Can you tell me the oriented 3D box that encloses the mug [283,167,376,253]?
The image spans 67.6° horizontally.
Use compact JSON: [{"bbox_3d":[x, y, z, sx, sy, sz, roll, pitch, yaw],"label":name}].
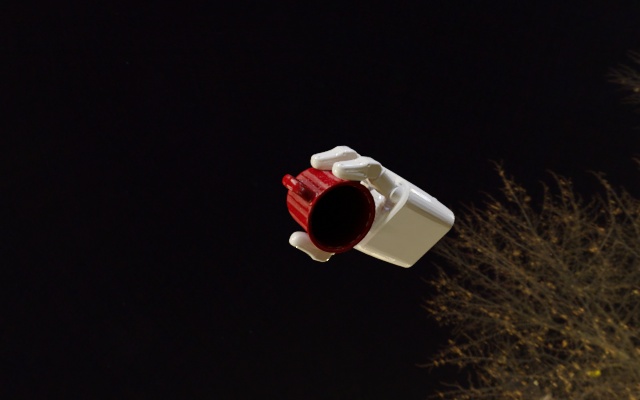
[{"bbox_3d":[-0.001,0.001,0.592,0.117,0.093,0.081,29,6,-34],"label":"mug"}]
